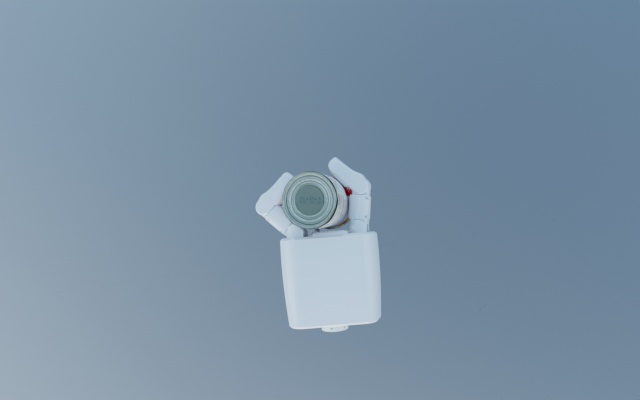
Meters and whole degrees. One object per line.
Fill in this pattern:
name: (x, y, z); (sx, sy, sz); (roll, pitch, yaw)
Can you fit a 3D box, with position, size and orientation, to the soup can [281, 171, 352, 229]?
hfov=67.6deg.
soup can: (0.000, 0.001, 0.582); (0.068, 0.068, 0.102); (0, -2, 16)
